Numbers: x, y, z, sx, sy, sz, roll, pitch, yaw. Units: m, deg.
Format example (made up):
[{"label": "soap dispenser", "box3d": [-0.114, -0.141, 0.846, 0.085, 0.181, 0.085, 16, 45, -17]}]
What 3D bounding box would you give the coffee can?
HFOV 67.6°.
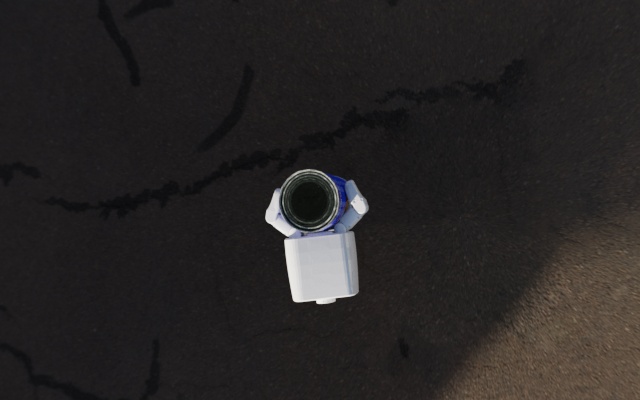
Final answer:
[{"label": "coffee can", "box3d": [0.000, 0.003, 0.829, 0.103, 0.103, 0.140, 0, -2, 16]}]
